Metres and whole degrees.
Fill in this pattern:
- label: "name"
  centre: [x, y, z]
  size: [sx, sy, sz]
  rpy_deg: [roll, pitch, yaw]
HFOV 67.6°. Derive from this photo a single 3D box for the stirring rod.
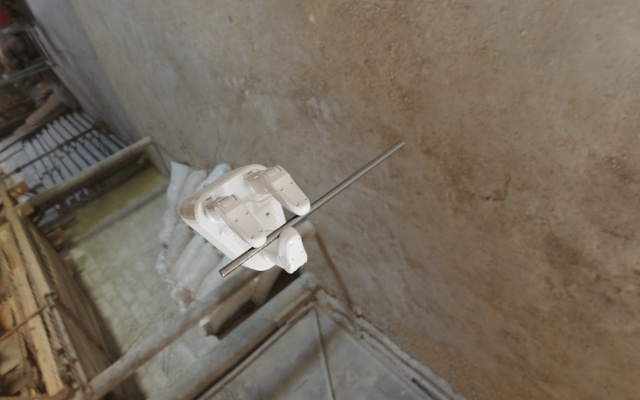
- label: "stirring rod"
  centre: [0.000, 0.002, 0.477]
  size: [0.239, 0.011, 0.011]
  rpy_deg: [-36, 16, -23]
